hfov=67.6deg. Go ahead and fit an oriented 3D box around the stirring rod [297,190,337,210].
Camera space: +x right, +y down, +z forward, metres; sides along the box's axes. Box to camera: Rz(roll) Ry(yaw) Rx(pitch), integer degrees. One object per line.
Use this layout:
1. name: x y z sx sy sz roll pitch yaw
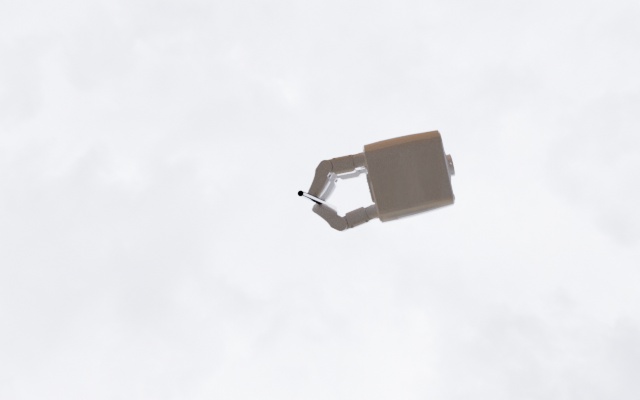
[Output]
1. stirring rod: 0.000 0.002 0.690 0.011 0.011 0.239 0 -5 12
